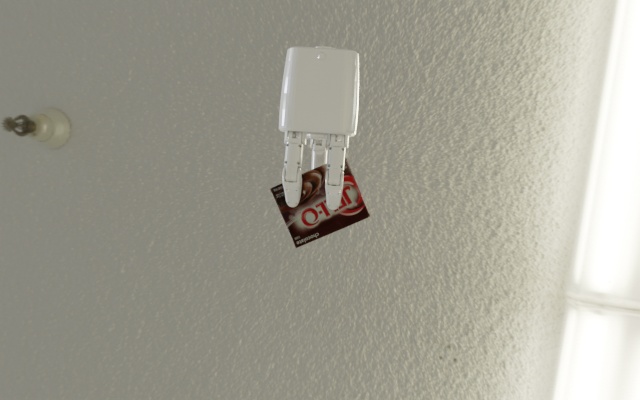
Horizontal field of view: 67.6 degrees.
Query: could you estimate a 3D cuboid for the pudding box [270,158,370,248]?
[{"bbox_3d":[0.000,0.002,0.659,0.113,0.090,0.039,-24,1,4],"label":"pudding box"}]
